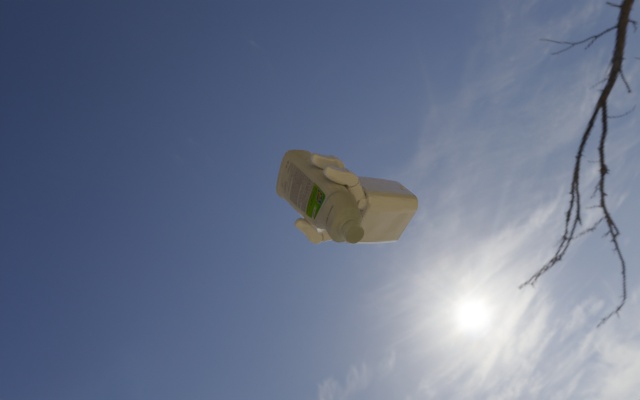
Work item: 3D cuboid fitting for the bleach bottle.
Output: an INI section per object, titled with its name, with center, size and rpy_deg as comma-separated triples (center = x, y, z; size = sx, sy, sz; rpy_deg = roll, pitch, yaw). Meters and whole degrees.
[bleach bottle]
center = 0.000, 0.002, 0.793
size = 0.068, 0.103, 0.250
rpy_deg = 1, 26, -26
